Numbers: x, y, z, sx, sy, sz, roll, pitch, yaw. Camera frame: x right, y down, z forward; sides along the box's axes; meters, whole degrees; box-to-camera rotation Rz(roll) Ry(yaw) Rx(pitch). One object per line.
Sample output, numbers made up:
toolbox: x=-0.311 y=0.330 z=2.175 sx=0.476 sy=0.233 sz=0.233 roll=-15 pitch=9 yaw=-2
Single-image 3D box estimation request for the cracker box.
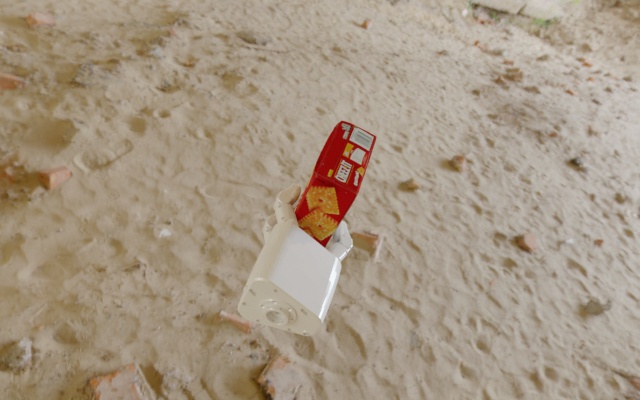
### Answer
cracker box: x=0.000 y=0.002 z=0.749 sx=0.072 sy=0.214 sz=0.164 roll=27 pitch=40 yaw=-4
